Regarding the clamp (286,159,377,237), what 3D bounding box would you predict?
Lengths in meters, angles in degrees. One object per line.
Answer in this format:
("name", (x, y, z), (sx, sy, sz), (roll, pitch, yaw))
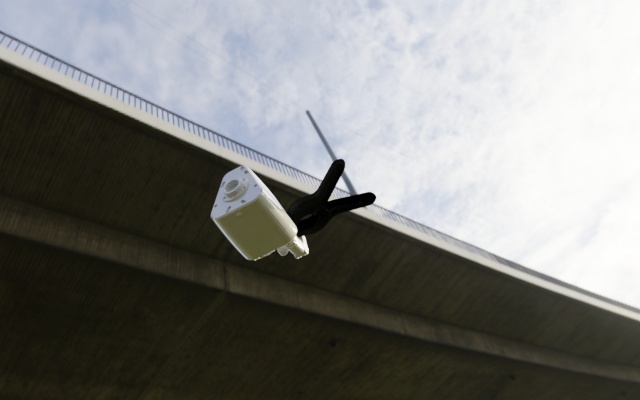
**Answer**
("clamp", (0.000, 0.002, 0.800), (0.171, 0.120, 0.039), (-31, 38, 5))
